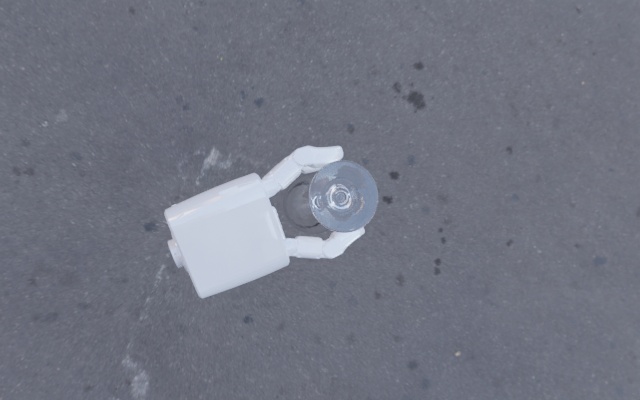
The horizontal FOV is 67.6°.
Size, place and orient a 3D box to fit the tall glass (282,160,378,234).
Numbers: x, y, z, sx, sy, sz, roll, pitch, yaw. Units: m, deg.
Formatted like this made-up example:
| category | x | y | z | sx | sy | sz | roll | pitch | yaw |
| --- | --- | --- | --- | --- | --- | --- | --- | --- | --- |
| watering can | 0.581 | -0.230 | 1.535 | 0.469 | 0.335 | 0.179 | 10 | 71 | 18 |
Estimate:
| category | x | y | z | sx | sy | sz | roll | pitch | yaw |
| --- | --- | --- | --- | --- | --- | --- | --- | --- | --- |
| tall glass | 0.000 | 0.002 | 0.582 | 0.079 | 0.079 | 0.201 | 0 | -3 | -14 |
